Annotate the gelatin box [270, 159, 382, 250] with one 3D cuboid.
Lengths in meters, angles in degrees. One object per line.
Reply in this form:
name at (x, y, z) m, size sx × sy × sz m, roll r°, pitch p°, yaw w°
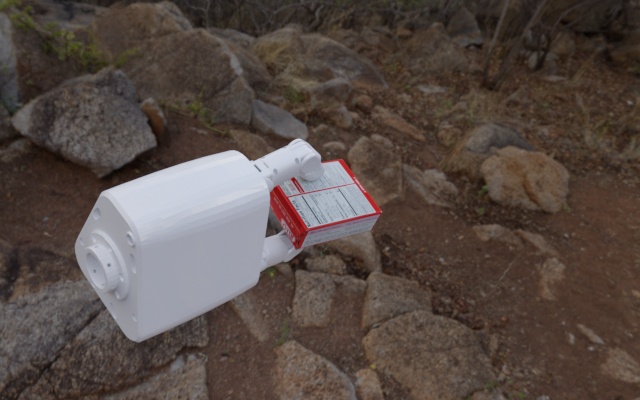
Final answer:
gelatin box at (0.000, 0.001, 0.438) m, size 0.089 × 0.073 × 0.030 m, roll -12°, pitch -36°, yaw -34°
